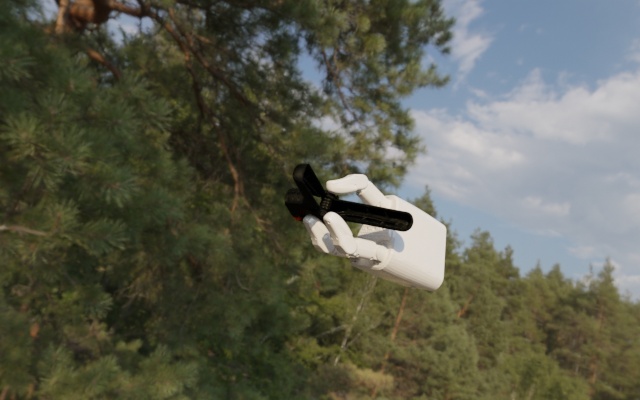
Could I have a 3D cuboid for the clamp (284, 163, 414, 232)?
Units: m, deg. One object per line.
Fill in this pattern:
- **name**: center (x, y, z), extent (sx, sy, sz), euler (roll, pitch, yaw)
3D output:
- **clamp**: center (0.000, 0.001, 0.639), extent (0.164, 0.036, 0.210), euler (28, -16, -26)
